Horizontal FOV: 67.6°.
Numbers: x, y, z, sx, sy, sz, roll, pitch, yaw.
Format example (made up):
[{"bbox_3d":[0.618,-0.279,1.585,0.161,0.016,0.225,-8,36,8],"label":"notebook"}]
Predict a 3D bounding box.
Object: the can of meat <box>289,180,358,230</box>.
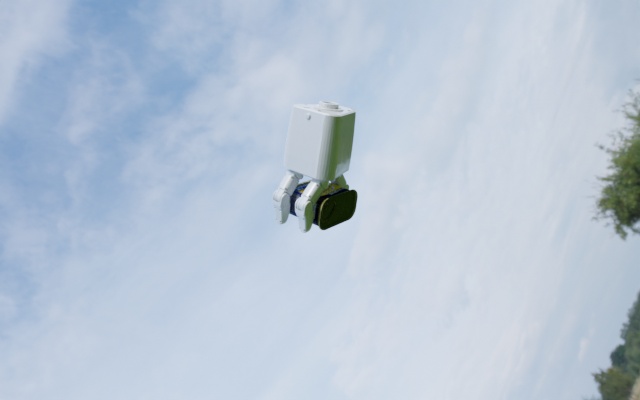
[{"bbox_3d":[0.000,0.003,0.823,0.084,0.057,0.102,22,27,34],"label":"can of meat"}]
